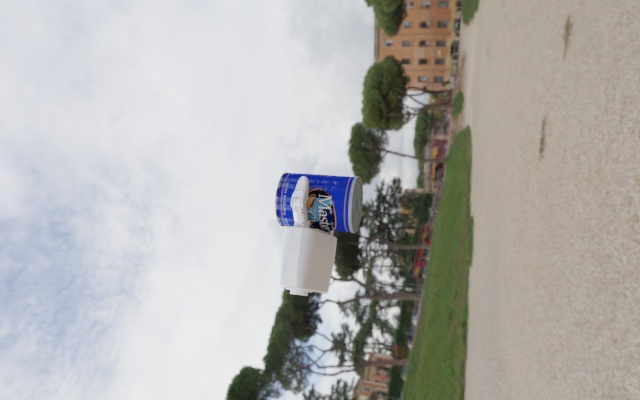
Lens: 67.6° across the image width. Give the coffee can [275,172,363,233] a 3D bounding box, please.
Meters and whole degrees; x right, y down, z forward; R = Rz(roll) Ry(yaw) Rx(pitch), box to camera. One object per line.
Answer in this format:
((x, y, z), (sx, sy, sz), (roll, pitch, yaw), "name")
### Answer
((0.000, 0.003, 0.877), (0.140, 0.103, 0.103), (4, 1, 15), "coffee can")
